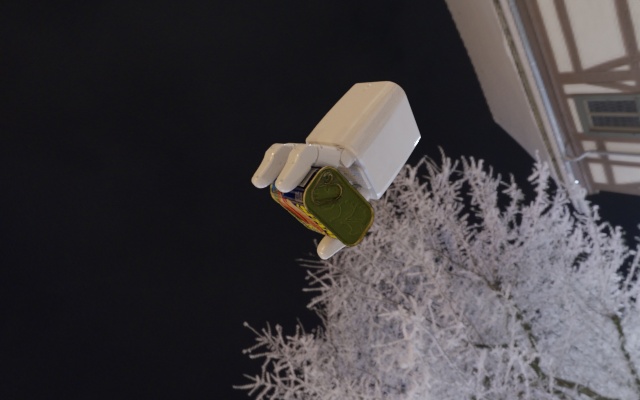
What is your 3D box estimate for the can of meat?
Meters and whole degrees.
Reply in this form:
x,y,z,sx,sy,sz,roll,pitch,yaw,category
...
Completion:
x,y,z,sx,sy,sz,roll,pitch,yaw,category
0.000,0.002,0.563,0.102,0.057,0.084,44,-16,-32,can of meat
